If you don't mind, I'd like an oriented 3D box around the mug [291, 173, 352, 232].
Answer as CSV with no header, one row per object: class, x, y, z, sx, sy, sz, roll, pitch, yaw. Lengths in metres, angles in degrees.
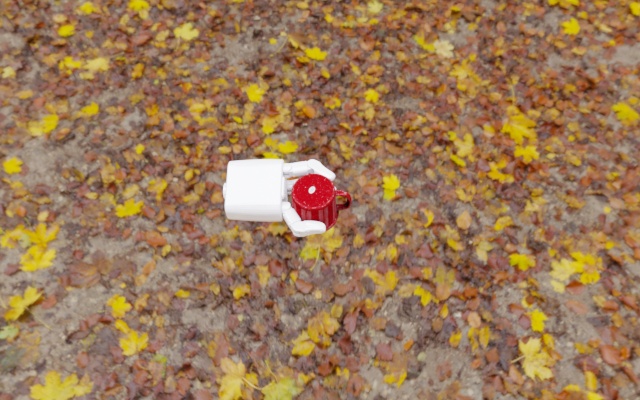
mug,0.002,0.003,0.897,0.117,0.093,0.082,-2,-32,1
